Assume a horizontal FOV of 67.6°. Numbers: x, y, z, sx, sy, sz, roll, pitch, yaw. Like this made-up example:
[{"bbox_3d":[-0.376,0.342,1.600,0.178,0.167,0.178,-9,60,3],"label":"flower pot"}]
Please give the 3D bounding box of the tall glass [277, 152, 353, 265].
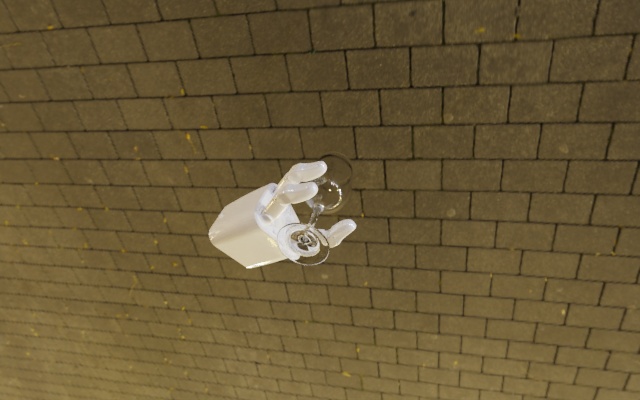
[{"bbox_3d":[0.000,0.003,0.719,0.079,0.079,0.201,0,36,18],"label":"tall glass"}]
